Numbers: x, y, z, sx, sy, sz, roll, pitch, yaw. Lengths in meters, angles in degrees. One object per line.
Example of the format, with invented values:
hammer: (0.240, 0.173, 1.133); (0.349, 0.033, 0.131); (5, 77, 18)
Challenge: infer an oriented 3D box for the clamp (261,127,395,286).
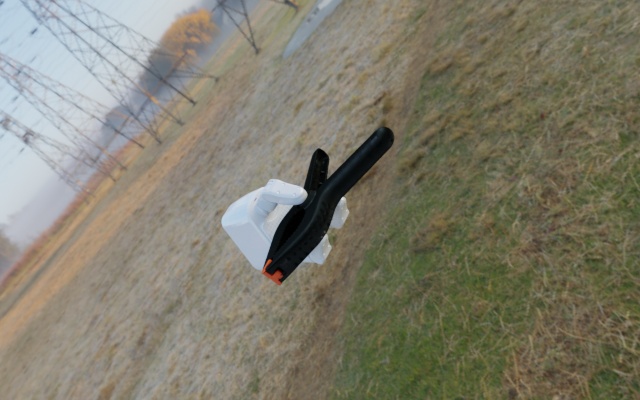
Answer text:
clamp: (-0.001, 0.002, 0.561); (0.036, 0.210, 0.164); (38, -28, -20)
